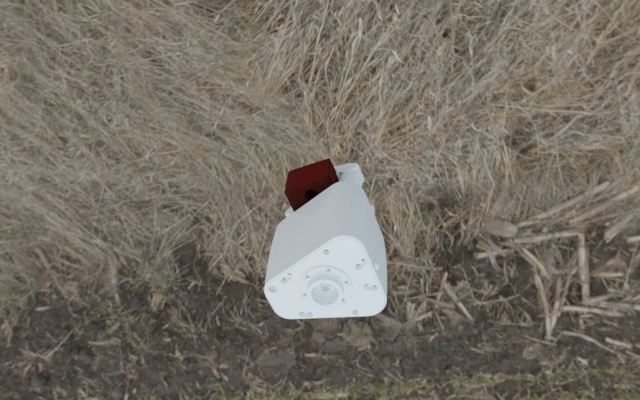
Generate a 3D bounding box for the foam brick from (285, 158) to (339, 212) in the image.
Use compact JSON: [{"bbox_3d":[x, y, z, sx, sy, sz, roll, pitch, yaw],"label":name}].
[{"bbox_3d":[0.000,0.002,0.538,0.053,0.078,0.051,-19,24,13],"label":"foam brick"}]
